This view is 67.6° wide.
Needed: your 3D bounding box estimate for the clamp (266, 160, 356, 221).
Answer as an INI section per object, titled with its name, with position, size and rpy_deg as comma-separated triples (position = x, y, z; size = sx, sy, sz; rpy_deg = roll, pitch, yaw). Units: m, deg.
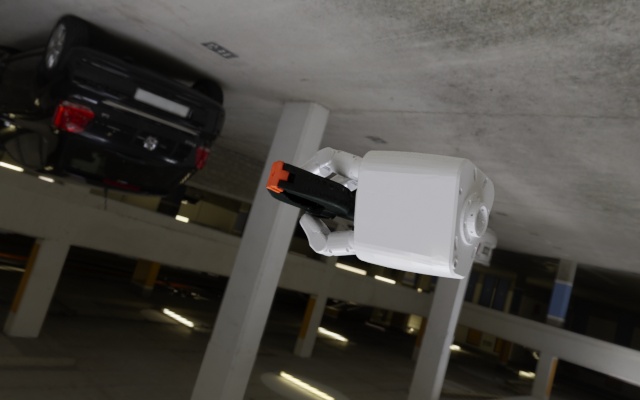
[clamp]
position = 0.000, 0.002, 0.553
size = 0.164, 0.036, 0.210
rpy_deg = 5, -13, 40
